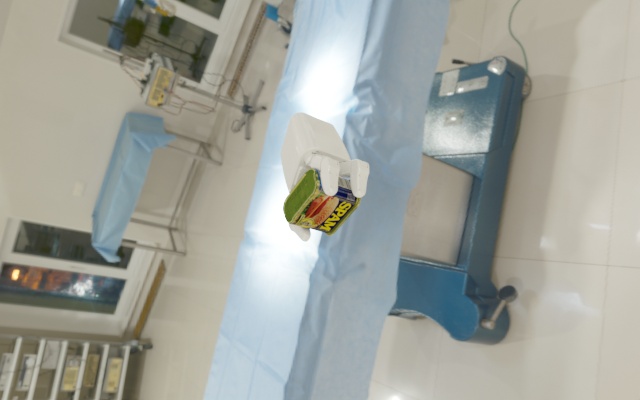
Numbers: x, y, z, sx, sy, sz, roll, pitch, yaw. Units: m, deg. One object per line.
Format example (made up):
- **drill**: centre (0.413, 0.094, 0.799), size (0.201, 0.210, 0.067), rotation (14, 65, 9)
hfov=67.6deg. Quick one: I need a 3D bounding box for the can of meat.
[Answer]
- **can of meat**: centre (0.000, 0.003, 0.757), size (0.084, 0.057, 0.102), rotation (16, -50, -32)
